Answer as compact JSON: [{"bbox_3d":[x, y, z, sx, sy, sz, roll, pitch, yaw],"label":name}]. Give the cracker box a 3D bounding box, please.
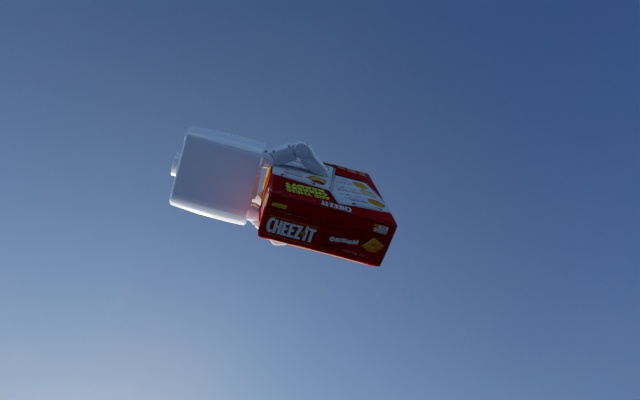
[{"bbox_3d":[0.000,0.002,0.677,0.164,0.072,0.213,15,19,-10],"label":"cracker box"}]
